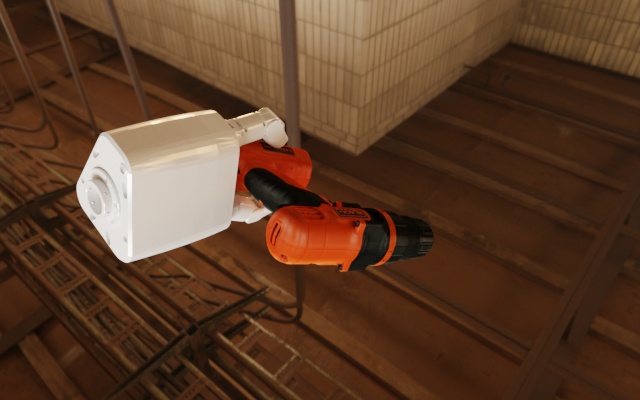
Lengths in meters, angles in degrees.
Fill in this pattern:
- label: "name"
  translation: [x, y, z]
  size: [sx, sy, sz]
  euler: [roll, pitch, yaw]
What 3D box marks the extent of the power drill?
- label: "power drill"
  translation: [0.000, 0.001, 0.474]
  size: [0.184, 0.057, 0.187]
  euler: [7, 21, -40]
